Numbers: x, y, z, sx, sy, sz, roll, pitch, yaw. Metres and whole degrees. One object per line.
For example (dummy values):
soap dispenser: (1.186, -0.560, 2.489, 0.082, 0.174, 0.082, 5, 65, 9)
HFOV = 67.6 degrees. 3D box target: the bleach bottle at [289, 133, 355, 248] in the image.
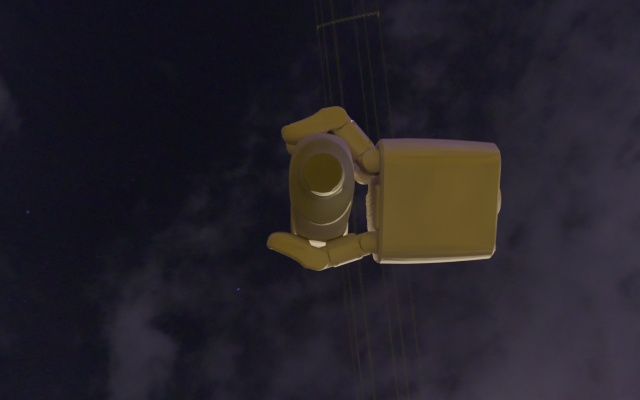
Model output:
bleach bottle: (0.000, 0.001, 0.455, 0.068, 0.102, 0.251, -1, -6, -1)
